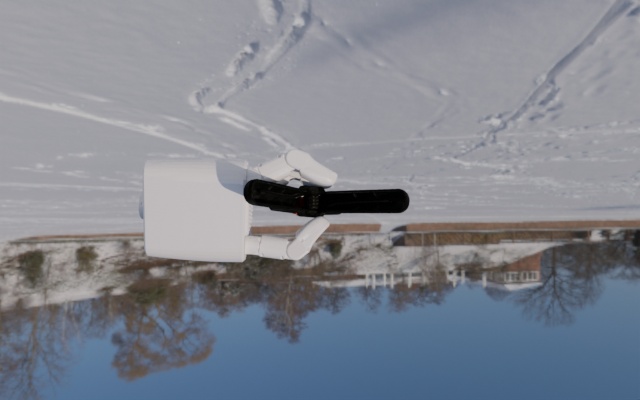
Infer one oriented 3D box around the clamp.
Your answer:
[{"bbox_3d":[0.000,0.003,0.549,0.164,0.036,0.210,4,-4,-5],"label":"clamp"}]
